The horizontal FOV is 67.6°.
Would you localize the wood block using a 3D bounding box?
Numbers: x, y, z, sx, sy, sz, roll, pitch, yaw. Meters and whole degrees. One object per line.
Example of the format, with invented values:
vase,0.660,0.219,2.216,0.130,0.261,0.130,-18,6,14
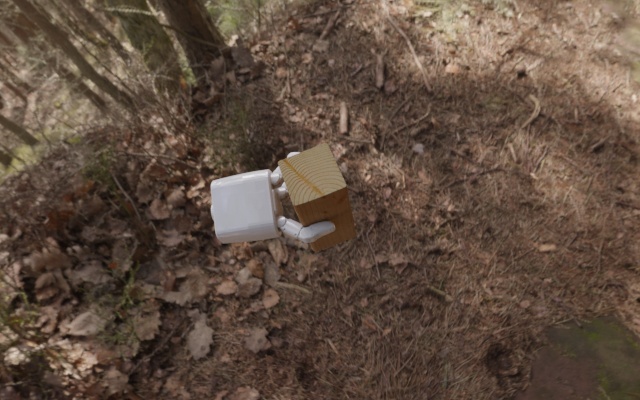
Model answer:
wood block,0.000,0.003,0.842,0.090,0.090,0.206,-21,-27,-1
